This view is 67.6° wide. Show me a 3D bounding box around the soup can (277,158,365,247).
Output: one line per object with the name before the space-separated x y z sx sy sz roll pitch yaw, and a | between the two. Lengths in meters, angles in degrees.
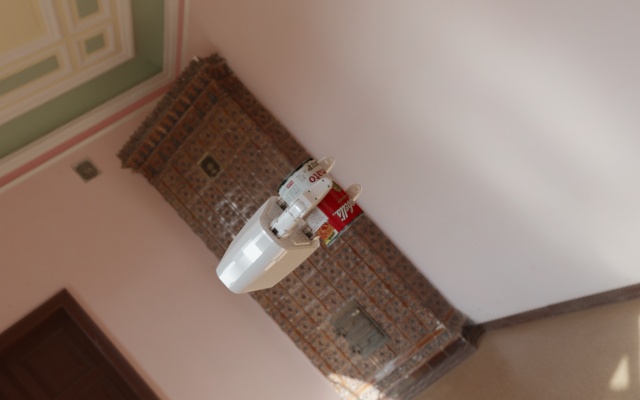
soup can | 0.000 0.002 0.638 0.068 0.102 0.068 -43 -5 -4
